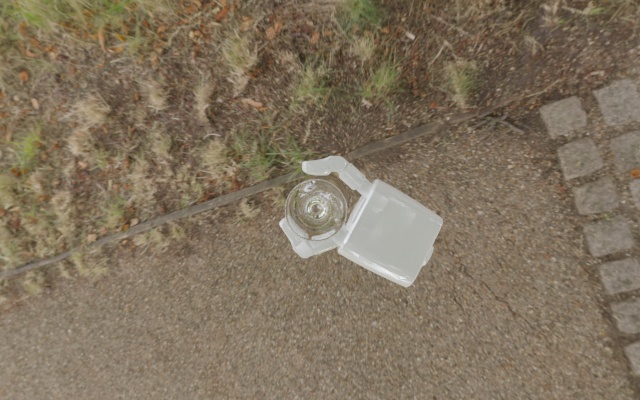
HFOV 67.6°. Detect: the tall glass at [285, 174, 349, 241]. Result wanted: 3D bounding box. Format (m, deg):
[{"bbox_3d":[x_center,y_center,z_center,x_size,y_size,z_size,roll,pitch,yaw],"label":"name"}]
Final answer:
[{"bbox_3d":[0.000,0.002,0.663,0.079,0.079,0.201,0,6,3],"label":"tall glass"}]
